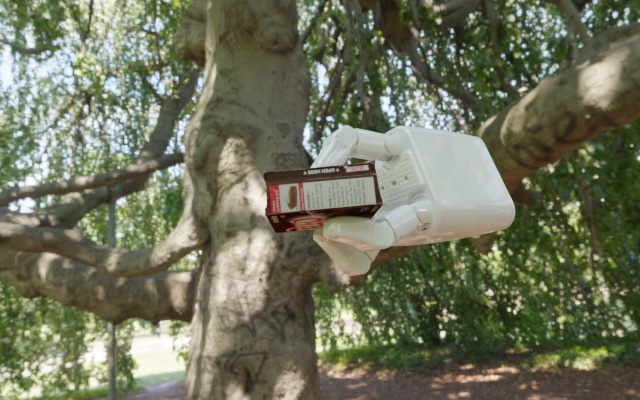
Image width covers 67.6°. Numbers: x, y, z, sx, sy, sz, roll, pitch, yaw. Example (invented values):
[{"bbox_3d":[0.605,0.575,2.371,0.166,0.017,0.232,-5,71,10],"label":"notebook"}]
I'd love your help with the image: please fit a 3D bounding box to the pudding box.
[{"bbox_3d":[0.000,0.001,0.410,0.090,0.039,0.113,-6,-12,-2],"label":"pudding box"}]
